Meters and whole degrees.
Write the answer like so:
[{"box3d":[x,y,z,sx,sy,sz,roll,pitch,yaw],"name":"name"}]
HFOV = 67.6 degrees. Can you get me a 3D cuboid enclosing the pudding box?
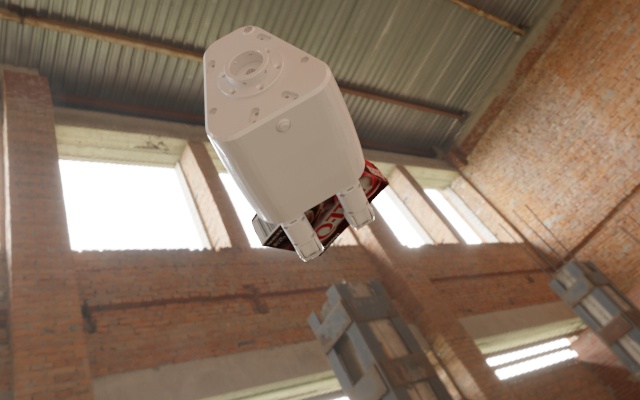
[{"box3d":[0.000,0.001,0.466,0.113,0.039,0.090,-46,-36,20],"name":"pudding box"}]
